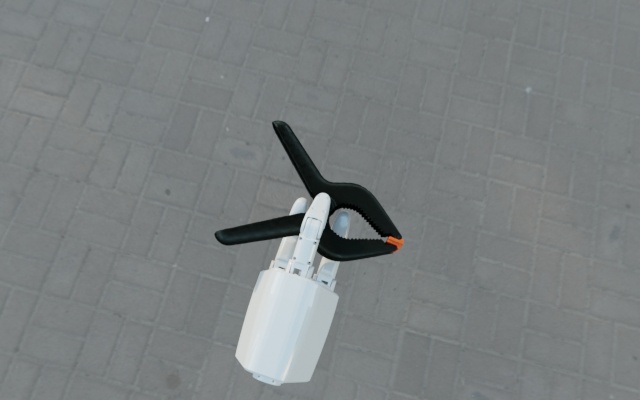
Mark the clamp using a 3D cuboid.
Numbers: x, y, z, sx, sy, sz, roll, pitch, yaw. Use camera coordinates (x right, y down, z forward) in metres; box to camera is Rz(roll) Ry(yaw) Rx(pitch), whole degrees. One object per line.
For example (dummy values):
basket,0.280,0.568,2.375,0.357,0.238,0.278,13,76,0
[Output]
clamp,0.001,0.002,0.561,0.210,0.164,0.036,17,-13,4
